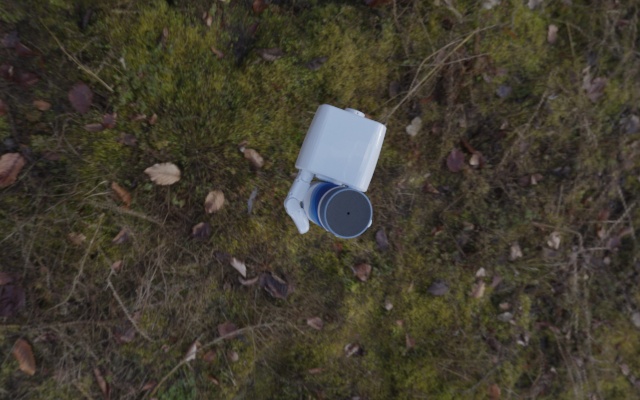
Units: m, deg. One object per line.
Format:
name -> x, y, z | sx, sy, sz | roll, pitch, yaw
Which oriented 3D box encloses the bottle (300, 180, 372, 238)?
bottle -> 0.000, 0.003, 0.764 | 0.069, 0.069, 0.295 | 0, 6, -14
